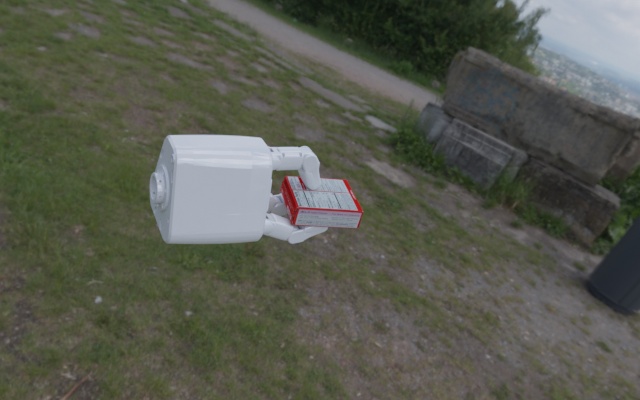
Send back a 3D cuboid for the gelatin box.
[{"bbox_3d":[0.001,0.002,0.599,0.089,0.030,0.073,3,34,-19],"label":"gelatin box"}]
